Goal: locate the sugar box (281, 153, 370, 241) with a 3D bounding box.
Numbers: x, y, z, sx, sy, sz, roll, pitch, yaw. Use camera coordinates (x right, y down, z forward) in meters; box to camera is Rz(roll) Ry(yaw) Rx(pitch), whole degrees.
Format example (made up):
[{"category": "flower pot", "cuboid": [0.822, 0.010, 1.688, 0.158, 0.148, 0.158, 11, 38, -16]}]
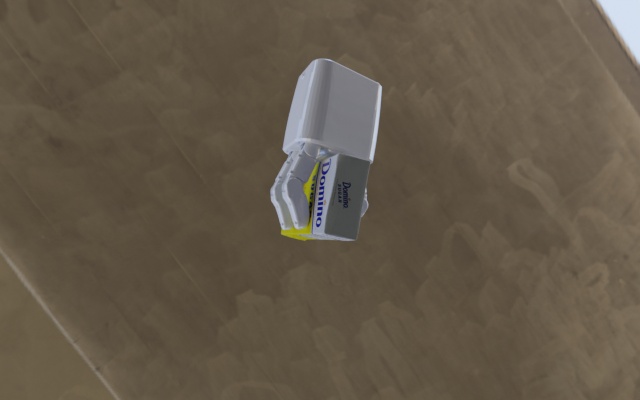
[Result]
[{"category": "sugar box", "cuboid": [0.000, 0.002, 0.597, 0.048, 0.093, 0.176, 13, -9, -16]}]
